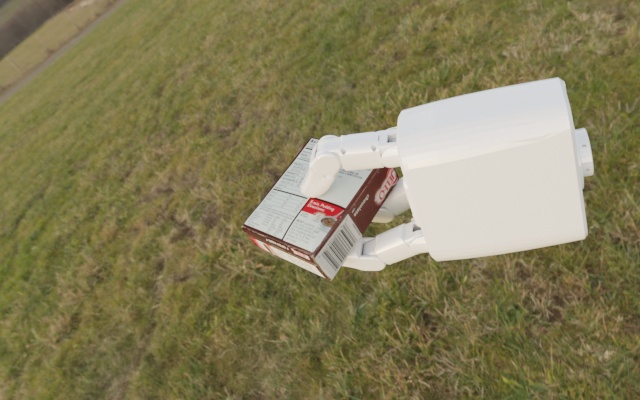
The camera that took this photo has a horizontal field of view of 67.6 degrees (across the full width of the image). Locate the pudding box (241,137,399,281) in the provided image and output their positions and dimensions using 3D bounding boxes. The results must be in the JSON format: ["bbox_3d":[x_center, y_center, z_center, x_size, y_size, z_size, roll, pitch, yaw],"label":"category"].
[{"bbox_3d":[0.000,0.001,0.410,0.090,0.113,0.039,17,-29,41],"label":"pudding box"}]
